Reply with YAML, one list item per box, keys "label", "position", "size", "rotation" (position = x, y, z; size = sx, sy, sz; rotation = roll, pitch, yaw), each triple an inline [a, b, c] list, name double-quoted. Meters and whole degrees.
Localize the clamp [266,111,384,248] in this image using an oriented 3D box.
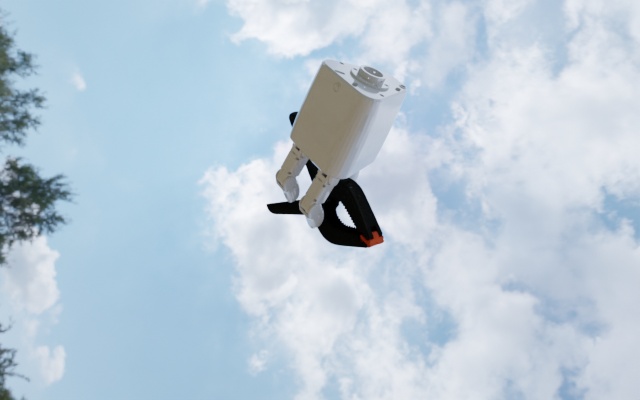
- label: "clamp"
  position: [0.001, 0.002, 0.646]
  size: [0.036, 0.165, 0.210]
  rotation: [-14, 49, -41]
